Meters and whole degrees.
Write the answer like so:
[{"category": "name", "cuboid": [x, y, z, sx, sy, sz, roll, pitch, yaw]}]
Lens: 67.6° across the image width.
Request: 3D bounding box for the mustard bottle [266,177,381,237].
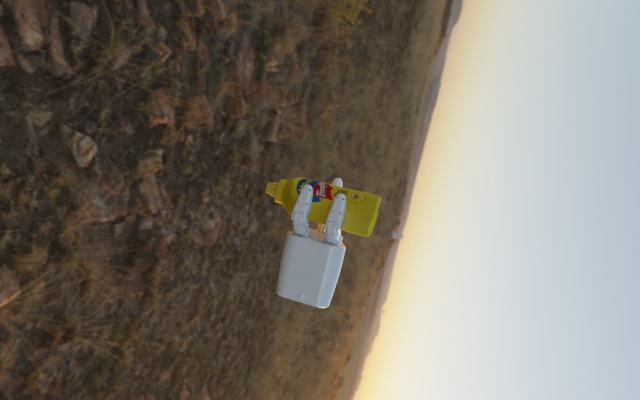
[{"category": "mustard bottle", "cuboid": [0.000, 0.002, 0.798, 0.191, 0.058, 0.096, 15, 30, 10]}]
